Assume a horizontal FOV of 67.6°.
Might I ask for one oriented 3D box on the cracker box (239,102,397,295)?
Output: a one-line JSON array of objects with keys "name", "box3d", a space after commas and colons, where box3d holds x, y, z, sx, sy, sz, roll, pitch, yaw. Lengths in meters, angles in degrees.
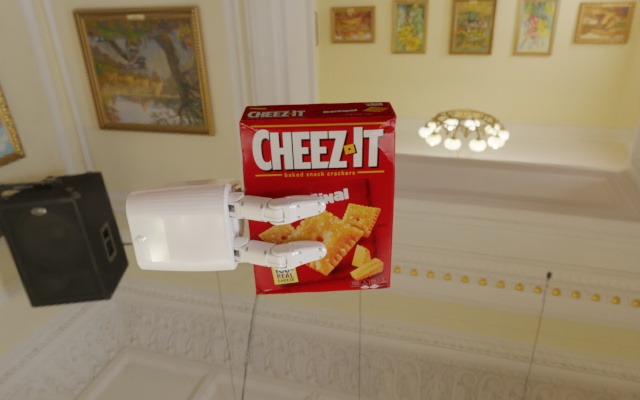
[{"name": "cracker box", "box3d": [0.000, 0.002, 0.547, 0.164, 0.214, 0.072, -2, 25, 0]}]
